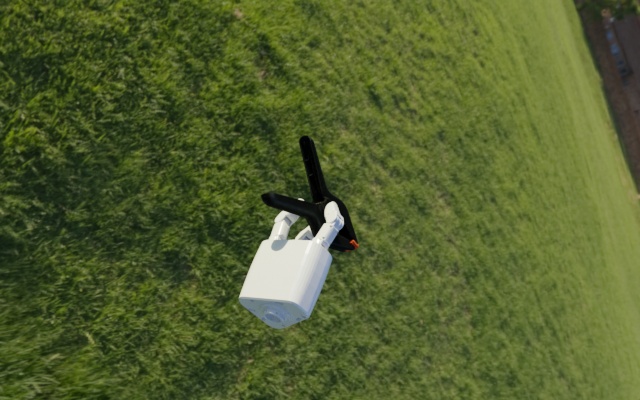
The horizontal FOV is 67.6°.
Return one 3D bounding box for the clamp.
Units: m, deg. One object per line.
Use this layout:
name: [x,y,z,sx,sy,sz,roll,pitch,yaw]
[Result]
clamp: [0.001,0.003,0.804,0.036,0.164,0.210,-16,-51,40]
